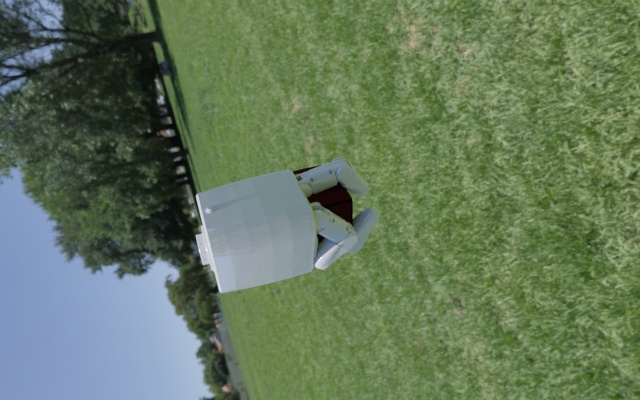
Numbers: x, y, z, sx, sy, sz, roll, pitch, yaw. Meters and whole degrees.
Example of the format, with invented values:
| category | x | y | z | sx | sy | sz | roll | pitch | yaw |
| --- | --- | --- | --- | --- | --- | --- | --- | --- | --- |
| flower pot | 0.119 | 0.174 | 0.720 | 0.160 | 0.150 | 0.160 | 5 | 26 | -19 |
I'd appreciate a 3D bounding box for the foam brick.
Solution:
| category | x | y | z | sx | sy | sz | roll | pitch | yaw |
| --- | --- | --- | --- | --- | --- | --- | --- | --- | --- |
| foam brick | 0.000 | 0.002 | 0.556 | 0.051 | 0.053 | 0.078 | -14 | 40 | -13 |
